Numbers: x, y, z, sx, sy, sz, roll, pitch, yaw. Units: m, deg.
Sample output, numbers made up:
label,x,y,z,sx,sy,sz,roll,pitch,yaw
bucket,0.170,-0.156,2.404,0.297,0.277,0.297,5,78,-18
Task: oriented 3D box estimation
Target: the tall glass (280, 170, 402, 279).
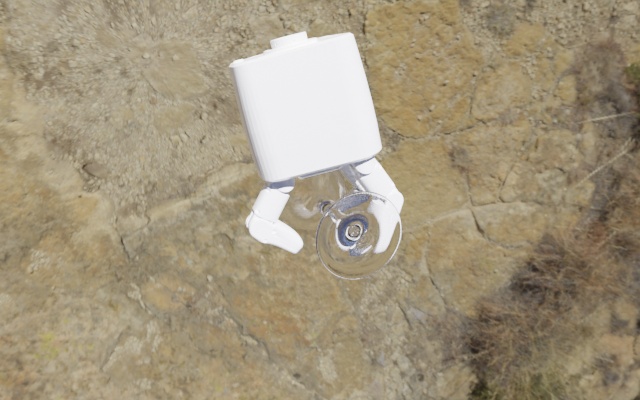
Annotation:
label,x,y,z,sx,sy,sz,roll,pitch,yaw
tall glass,0.000,0.002,0.469,0.079,0.079,0.201,0,15,-19
